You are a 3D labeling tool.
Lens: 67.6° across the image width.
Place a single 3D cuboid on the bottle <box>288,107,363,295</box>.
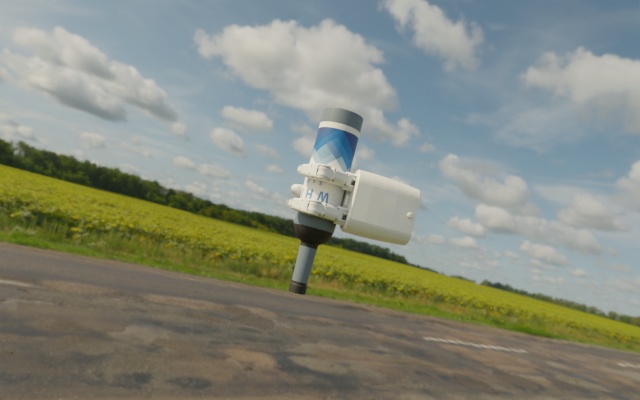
[{"bbox_3d":[0.000,0.002,0.760,0.069,0.295,0.069,15,-5,1],"label":"bottle"}]
